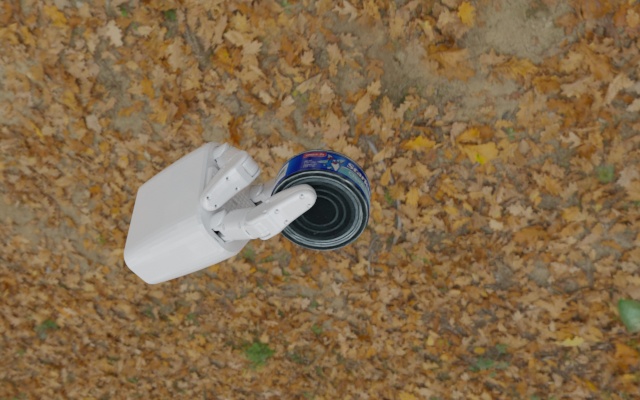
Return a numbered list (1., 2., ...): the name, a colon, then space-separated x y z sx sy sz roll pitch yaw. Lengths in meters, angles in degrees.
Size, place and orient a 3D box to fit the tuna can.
1. tuna can: 0.000 0.002 0.408 0.086 0.086 0.033 0 35 8
